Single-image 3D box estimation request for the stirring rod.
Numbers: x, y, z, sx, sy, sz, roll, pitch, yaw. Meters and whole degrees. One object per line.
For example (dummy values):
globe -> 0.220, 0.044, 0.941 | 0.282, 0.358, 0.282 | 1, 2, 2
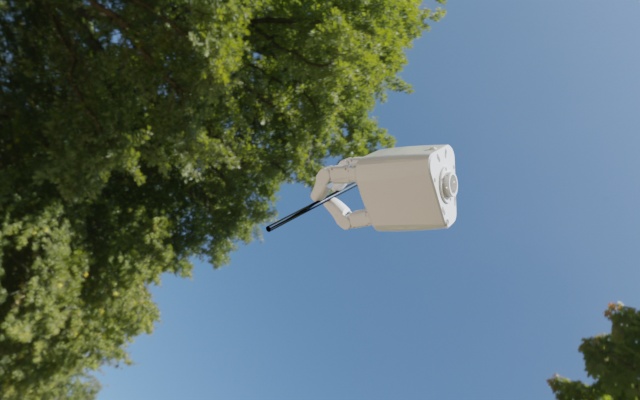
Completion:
stirring rod -> 0.000, 0.002, 0.699 | 0.011, 0.011, 0.239 | 0, 16, 35
